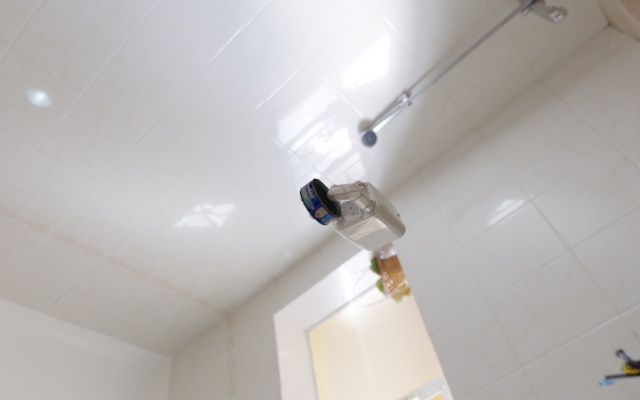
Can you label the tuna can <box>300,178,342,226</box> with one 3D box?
[{"bbox_3d":[0.000,0.003,0.872,0.034,0.086,0.086,-35,-12,17],"label":"tuna can"}]
